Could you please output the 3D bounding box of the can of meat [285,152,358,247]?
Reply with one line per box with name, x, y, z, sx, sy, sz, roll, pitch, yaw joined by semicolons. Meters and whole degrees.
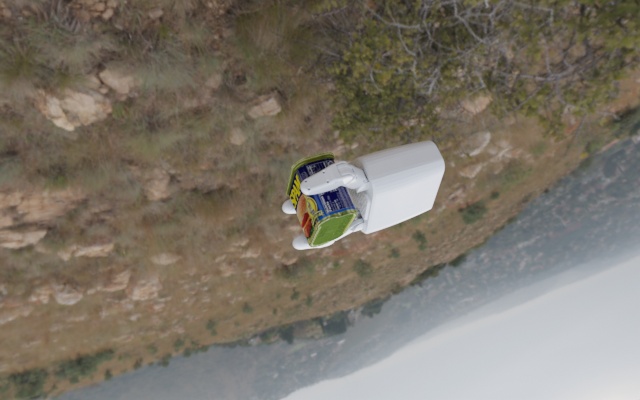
can of meat;0.000;0.002;0.602;0.057;0.084;0.102;-17;-20;-18
